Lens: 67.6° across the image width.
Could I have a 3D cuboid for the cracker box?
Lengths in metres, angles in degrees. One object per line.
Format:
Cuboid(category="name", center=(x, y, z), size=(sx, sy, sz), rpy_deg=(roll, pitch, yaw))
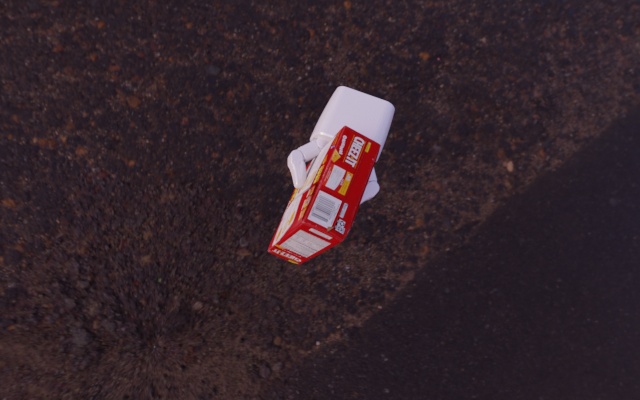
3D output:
Cuboid(category="cracker box", center=(0.000, 0.002, 0.751), size=(0.072, 0.164, 0.214), rpy_deg=(27, -23, -10))
